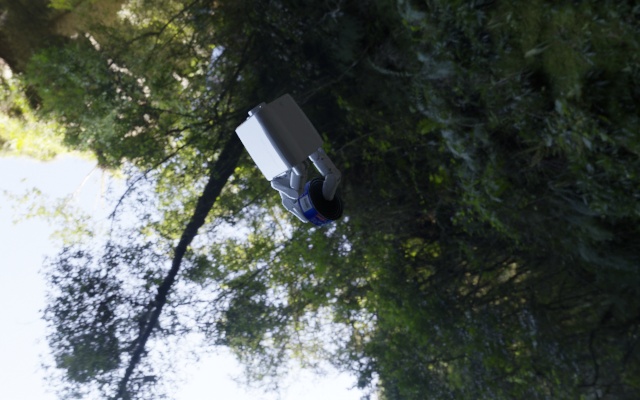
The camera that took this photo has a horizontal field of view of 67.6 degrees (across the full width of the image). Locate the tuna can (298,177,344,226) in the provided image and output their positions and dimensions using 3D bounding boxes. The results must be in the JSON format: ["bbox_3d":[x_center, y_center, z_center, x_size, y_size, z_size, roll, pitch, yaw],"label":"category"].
[{"bbox_3d":[0.000,0.003,0.862,0.034,0.086,0.086,-31,-20,37],"label":"tuna can"}]
